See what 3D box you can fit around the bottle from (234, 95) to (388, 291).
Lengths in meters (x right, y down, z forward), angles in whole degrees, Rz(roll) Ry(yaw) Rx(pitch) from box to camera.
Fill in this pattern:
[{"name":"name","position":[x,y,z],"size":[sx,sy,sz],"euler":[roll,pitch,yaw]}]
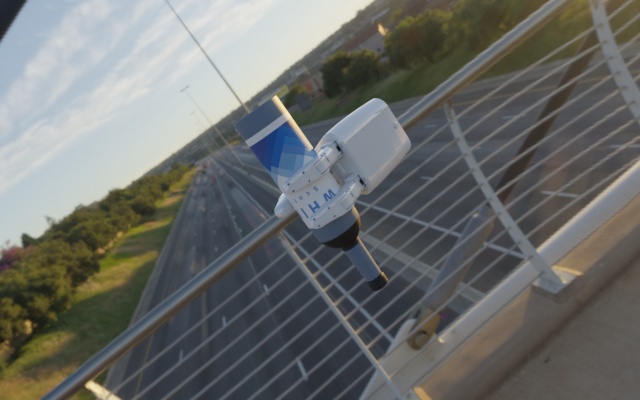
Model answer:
[{"name":"bottle","position":[0.000,0.002,0.638],"size":[0.069,0.296,0.069],"euler":[-34,13,9]}]
